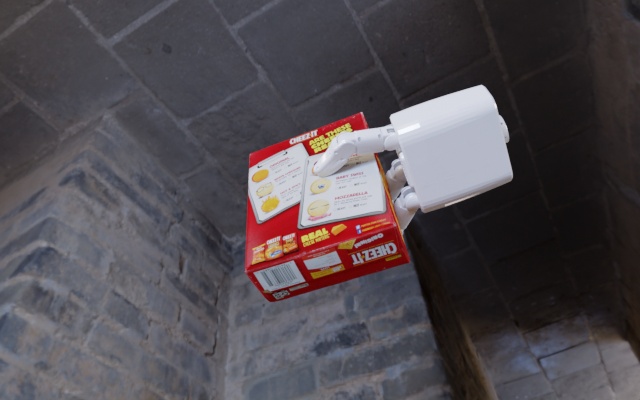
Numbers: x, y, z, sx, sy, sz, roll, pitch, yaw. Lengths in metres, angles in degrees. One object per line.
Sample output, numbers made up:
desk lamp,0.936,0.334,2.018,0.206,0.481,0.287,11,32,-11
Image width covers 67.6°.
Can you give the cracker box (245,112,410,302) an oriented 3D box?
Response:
cracker box,0.000,0.002,0.571,0.164,0.072,0.213,-19,40,9
